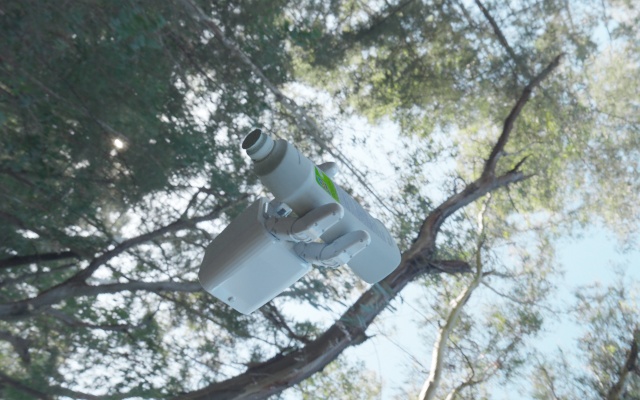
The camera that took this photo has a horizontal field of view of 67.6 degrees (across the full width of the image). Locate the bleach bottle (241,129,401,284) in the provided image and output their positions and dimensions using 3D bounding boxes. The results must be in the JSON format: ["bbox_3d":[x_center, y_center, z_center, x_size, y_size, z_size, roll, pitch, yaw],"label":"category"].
[{"bbox_3d":[0.000,0.002,0.576,0.251,0.068,0.102,44,12,-35],"label":"bleach bottle"}]
